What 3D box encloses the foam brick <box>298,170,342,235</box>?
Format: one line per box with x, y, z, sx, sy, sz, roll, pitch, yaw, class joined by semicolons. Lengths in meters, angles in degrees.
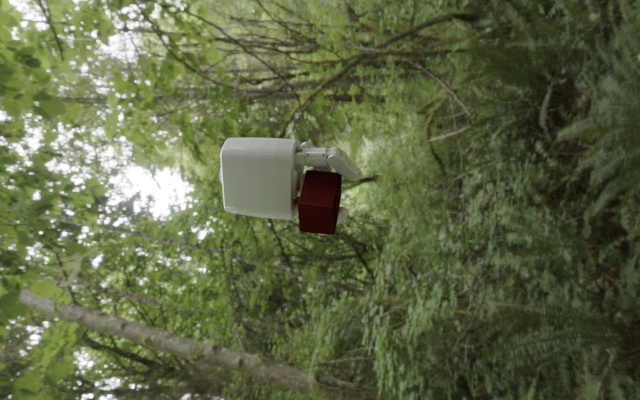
0.000;0.002;0.669;0.051;0.053;0.078;6;42;6;foam brick
